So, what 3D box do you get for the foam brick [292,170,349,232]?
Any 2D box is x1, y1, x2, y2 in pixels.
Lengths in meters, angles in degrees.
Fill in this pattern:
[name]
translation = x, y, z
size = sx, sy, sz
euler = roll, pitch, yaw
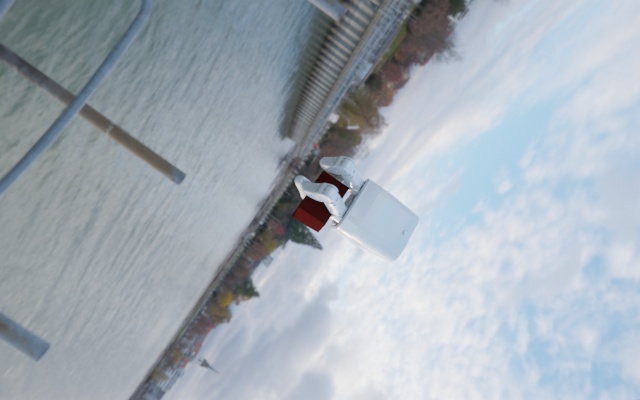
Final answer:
[foam brick]
translation = 0.000, 0.003, 0.761
size = 0.051, 0.078, 0.053
euler = 35, -23, -2
